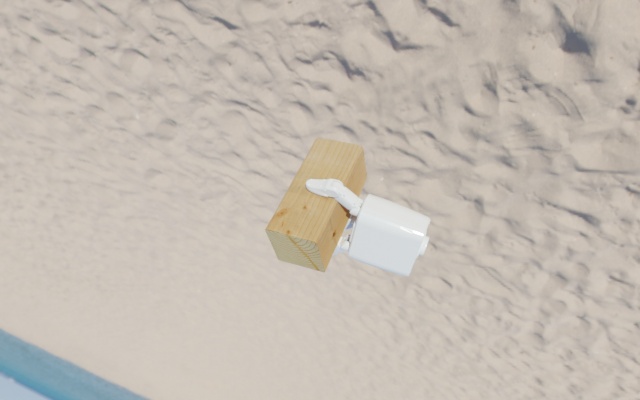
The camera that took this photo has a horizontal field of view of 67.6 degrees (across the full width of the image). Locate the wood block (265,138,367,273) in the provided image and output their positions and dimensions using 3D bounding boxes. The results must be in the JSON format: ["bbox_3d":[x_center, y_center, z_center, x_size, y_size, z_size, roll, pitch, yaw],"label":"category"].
[{"bbox_3d":[0.000,0.003,0.804,0.090,0.206,0.091,13,-35,21],"label":"wood block"}]
